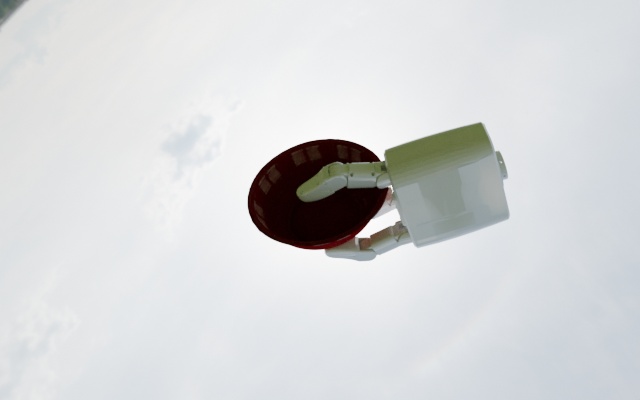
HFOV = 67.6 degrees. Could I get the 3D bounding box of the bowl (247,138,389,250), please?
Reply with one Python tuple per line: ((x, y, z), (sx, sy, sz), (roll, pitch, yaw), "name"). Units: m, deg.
((-0.001, 0.002, 0.553), (0.162, 0.162, 0.055), (0, -41, 14), "bowl")
